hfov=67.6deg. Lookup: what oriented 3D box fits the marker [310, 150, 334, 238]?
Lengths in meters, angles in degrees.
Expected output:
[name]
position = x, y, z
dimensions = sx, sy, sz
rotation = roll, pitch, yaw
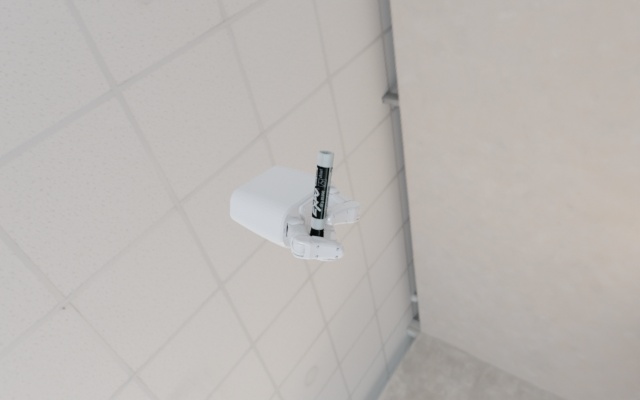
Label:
[marker]
position = 0.000, 0.002, 0.562
dimensions = 0.020, 0.121, 0.020
rotation = 6, 19, -2
